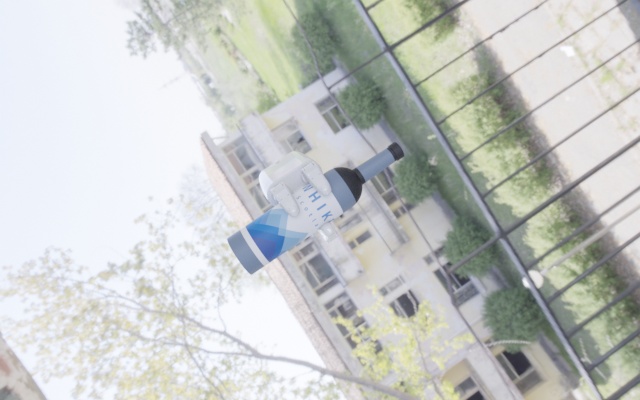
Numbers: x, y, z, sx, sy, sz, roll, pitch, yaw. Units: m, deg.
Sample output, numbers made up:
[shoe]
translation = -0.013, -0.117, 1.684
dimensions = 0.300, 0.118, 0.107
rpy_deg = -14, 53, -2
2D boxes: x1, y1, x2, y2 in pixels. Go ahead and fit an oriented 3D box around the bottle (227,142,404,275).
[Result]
[bottle]
translation = 0.000, 0.003, 0.726
dimensions = 0.295, 0.069, 0.069
rpy_deg = -34, 3, -5
